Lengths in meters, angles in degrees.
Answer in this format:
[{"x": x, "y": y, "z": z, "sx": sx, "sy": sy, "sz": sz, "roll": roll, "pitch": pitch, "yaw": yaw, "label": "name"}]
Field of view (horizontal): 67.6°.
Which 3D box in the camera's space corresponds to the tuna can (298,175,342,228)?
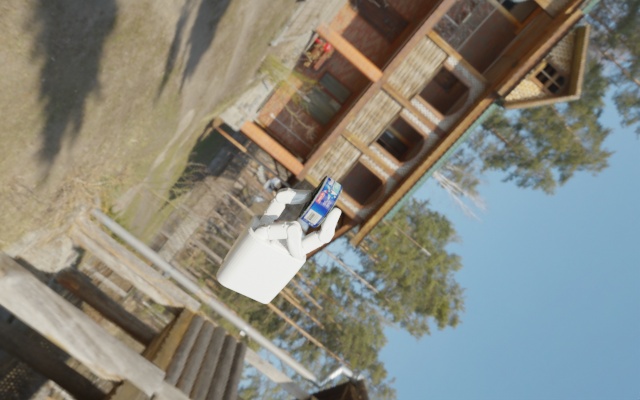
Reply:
[{"x": 0.001, "y": 0.003, "z": 0.794, "sx": 0.034, "sy": 0.086, "sz": 0.086, "roll": 34, "pitch": -4, "yaw": -6, "label": "tuna can"}]
